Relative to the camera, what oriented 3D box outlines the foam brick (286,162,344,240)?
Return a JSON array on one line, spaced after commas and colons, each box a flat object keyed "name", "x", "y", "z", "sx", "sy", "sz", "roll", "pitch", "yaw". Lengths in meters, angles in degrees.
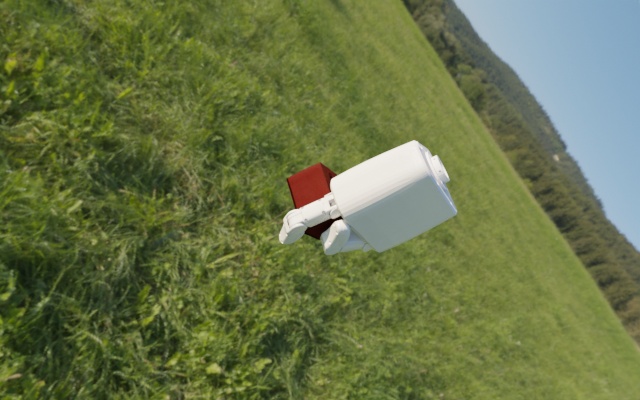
[{"name": "foam brick", "x": 0.000, "y": 0.002, "z": 0.594, "sx": 0.051, "sy": 0.078, "sz": 0.053, "roll": -27, "pitch": -27, "yaw": 19}]
